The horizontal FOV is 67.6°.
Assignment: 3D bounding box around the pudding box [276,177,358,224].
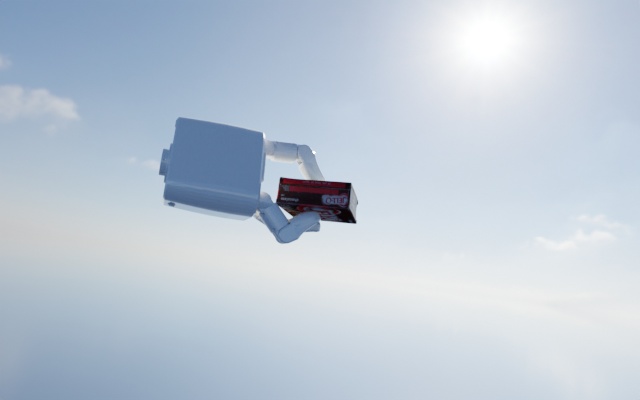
[{"bbox_3d":[0.000,0.002,0.616,0.090,0.039,0.113,6,-9,11],"label":"pudding box"}]
